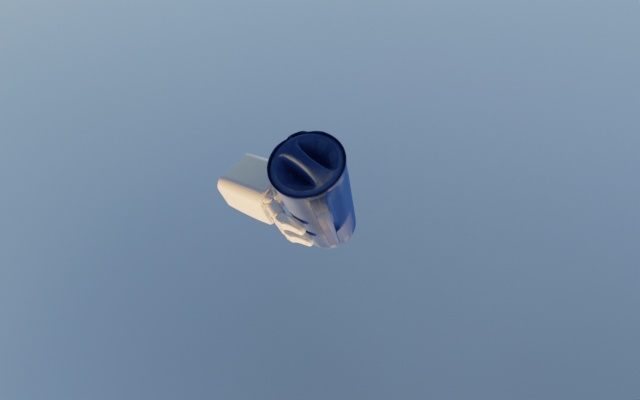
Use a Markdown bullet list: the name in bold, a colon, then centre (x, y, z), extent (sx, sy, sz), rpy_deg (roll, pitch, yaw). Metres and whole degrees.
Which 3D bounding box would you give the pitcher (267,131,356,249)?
- **pitcher**: centre (0.000, 0.003, 0.870), extent (0.145, 0.149, 0.243), rpy_deg (20, -23, 22)
